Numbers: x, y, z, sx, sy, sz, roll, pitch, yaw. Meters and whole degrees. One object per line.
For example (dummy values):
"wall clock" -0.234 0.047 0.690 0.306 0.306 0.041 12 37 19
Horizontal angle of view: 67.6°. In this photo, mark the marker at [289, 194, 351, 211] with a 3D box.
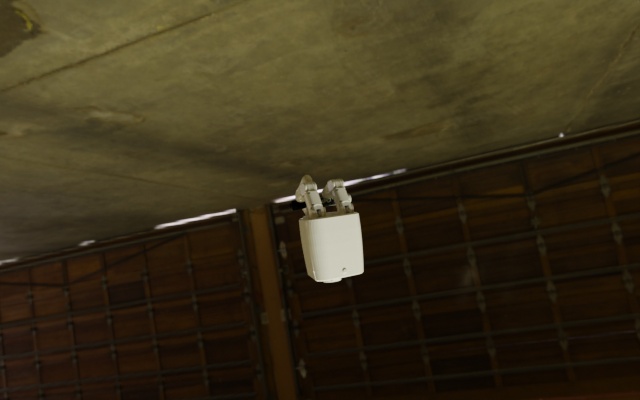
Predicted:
"marker" 0.000 0.003 0.873 0.121 0.020 0.020 -7 3 -27
